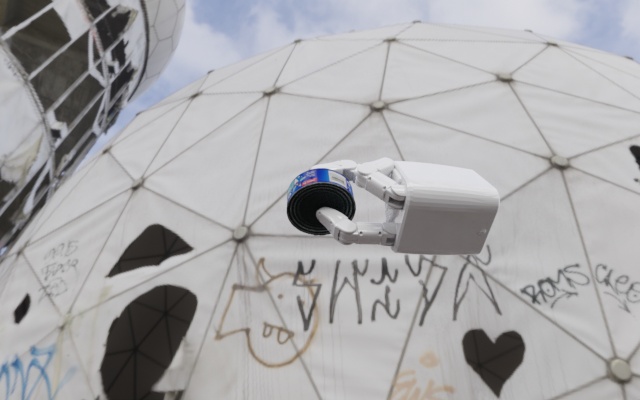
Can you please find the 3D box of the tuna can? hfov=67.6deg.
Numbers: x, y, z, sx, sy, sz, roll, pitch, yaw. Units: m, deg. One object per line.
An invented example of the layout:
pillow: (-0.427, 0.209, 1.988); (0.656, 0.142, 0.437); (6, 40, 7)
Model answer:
tuna can: (0.000, 0.002, 0.598); (0.086, 0.086, 0.033); (0, 40, -5)
